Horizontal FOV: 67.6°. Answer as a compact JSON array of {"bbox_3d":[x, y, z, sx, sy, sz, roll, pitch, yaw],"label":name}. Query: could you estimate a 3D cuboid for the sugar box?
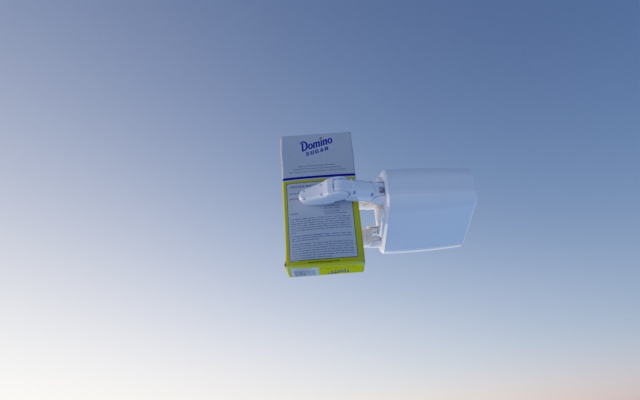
[{"bbox_3d":[0.000,0.002,0.589,0.093,0.176,0.048,-4,-27,0],"label":"sugar box"}]
